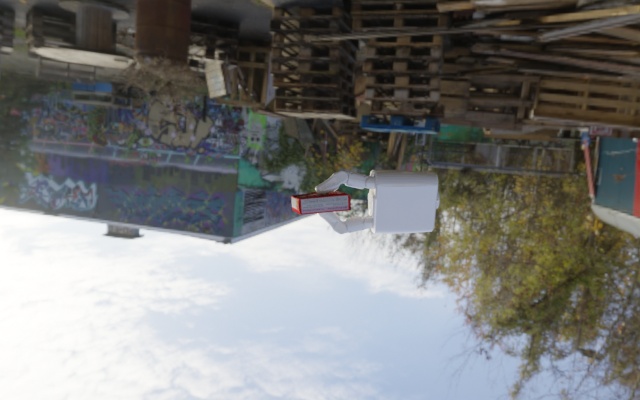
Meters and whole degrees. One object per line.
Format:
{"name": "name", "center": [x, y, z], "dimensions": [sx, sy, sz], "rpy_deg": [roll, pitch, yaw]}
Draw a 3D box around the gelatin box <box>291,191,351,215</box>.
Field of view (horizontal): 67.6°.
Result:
{"name": "gelatin box", "center": [0.000, 0.003, 0.815], "dimensions": [0.089, 0.030, 0.073], "rpy_deg": [-6, 6, -13]}
